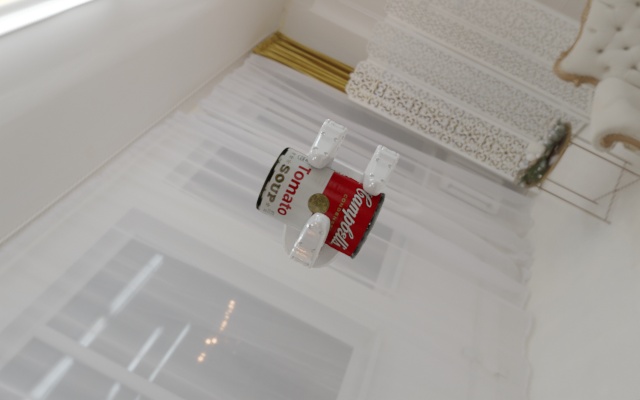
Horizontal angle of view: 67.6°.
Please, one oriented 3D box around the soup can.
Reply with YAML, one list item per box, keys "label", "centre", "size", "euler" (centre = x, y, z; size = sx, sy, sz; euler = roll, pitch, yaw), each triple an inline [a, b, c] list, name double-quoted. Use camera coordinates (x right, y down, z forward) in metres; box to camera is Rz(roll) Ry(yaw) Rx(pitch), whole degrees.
- label: "soup can"
  centre: [0.000, 0.001, 0.444]
  size: [0.102, 0.068, 0.068]
  euler: [27, 1, 2]
